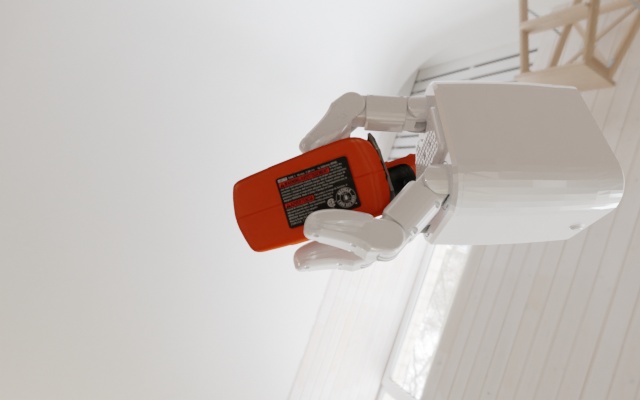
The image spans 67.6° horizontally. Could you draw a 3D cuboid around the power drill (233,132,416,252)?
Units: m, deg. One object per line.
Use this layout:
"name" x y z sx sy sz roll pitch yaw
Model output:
"power drill" 0.000 0.001 0.400 0.184 0.057 0.187 -21 -4 14
